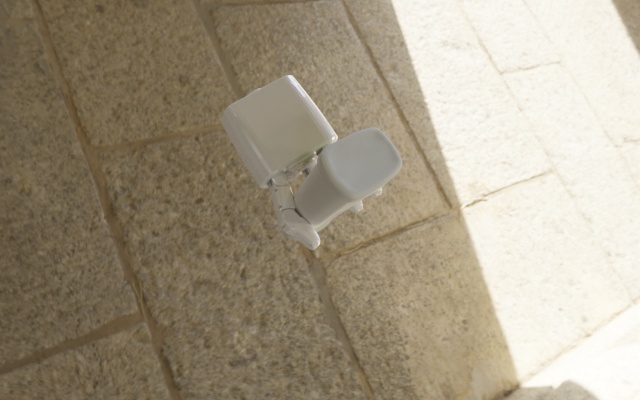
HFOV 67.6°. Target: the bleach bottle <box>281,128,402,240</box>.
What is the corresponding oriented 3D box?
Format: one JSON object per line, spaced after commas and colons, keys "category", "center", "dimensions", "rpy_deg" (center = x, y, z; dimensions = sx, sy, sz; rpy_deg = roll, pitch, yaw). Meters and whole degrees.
{"category": "bleach bottle", "center": [0.000, 0.002, 0.616], "dimensions": [0.102, 0.068, 0.251], "rpy_deg": [-31, -7, -32]}
